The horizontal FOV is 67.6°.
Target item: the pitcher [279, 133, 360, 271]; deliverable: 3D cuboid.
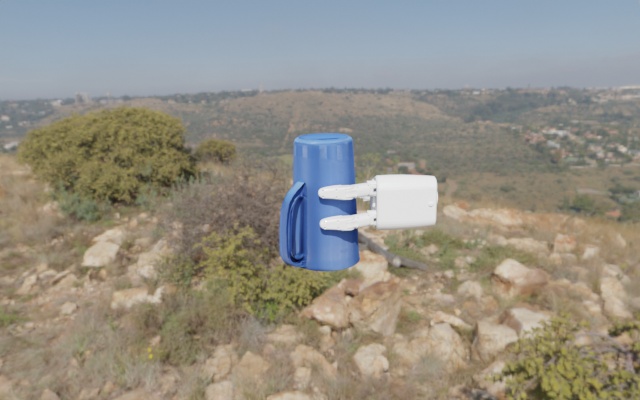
[{"bbox_3d":[0.000,0.003,0.884,0.145,0.243,0.149,-1,14,2],"label":"pitcher"}]
